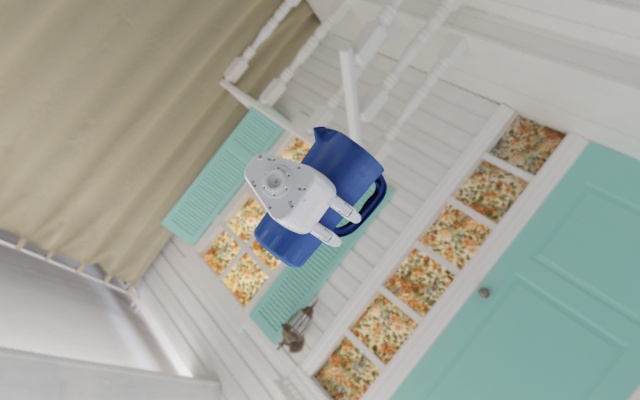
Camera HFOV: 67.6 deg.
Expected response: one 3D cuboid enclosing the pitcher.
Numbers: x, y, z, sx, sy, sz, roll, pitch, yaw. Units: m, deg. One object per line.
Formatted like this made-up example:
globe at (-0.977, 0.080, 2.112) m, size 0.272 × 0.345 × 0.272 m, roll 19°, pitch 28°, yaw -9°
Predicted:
pitcher at (0.000, 0.003, 0.860) m, size 0.149 × 0.243 × 0.145 m, roll 37°, pitch 0°, yaw 20°
